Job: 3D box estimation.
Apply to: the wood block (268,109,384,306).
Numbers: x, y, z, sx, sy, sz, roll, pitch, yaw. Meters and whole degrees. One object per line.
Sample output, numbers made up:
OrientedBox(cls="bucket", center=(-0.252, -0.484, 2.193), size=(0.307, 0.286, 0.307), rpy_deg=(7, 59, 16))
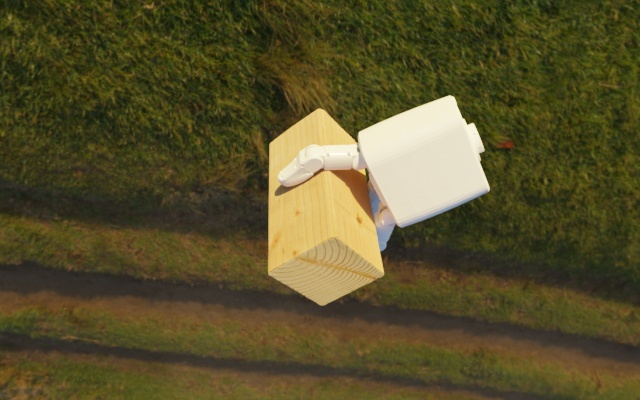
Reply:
OrientedBox(cls="wood block", center=(0.000, 0.002, 0.562), size=(0.090, 0.206, 0.091), rpy_deg=(-31, -49, 25))
